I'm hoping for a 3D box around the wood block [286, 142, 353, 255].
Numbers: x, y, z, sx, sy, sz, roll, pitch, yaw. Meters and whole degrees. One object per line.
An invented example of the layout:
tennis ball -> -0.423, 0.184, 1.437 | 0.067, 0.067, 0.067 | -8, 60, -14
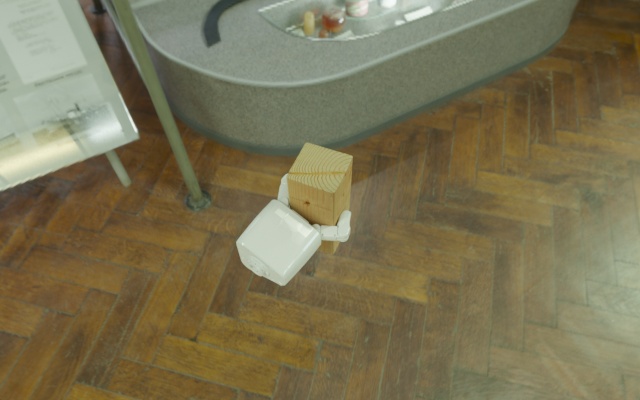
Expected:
wood block -> 0.000, 0.003, 0.891 | 0.091, 0.090, 0.206 | 19, -33, 13
